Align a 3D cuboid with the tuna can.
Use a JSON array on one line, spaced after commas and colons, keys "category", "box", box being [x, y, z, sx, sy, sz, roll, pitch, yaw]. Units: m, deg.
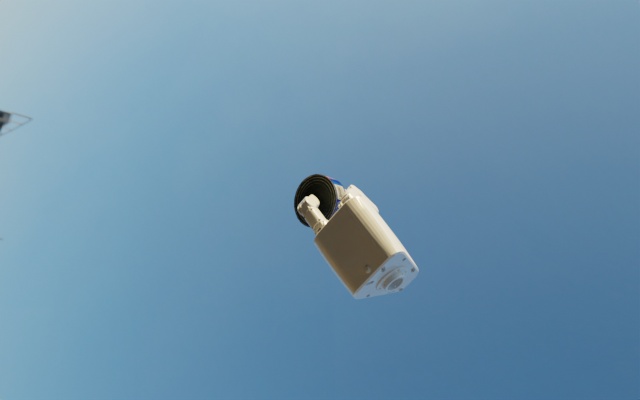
[{"category": "tuna can", "box": [0.000, 0.003, 0.765, 0.086, 0.086, 0.034, 0, -8, 39]}]
